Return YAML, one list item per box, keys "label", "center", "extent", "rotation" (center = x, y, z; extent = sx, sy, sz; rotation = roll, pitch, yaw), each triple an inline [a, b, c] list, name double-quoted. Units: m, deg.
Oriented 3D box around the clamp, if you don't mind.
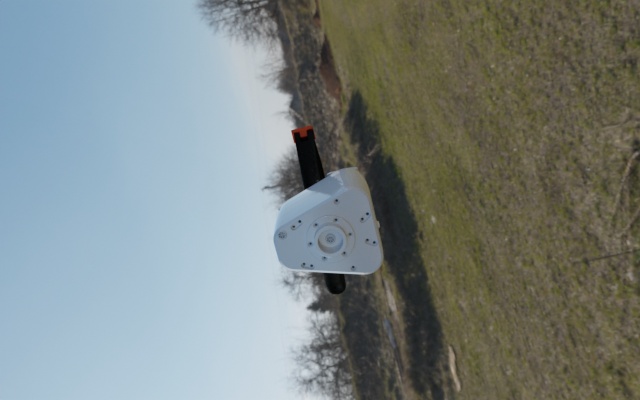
- label: "clamp"
  center: [-0.001, 0.002, 0.652]
  extent: [0.036, 0.210, 0.164]
  rotation: [-13, 12, 4]
